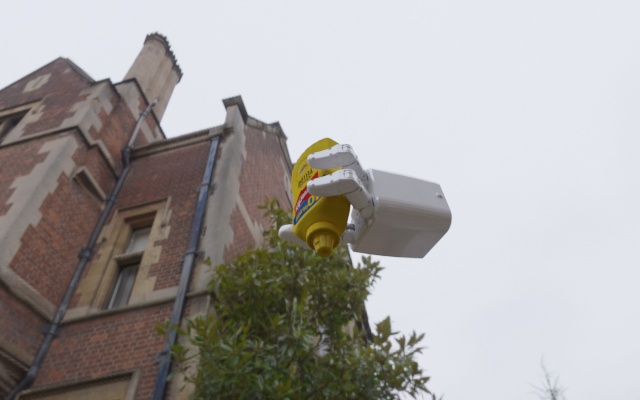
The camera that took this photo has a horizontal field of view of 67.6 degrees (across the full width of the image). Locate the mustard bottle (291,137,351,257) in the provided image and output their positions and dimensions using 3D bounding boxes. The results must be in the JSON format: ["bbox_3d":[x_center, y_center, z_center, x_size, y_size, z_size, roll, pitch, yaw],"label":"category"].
[{"bbox_3d":[0.000,0.002,0.635,0.058,0.096,0.191,30,31,-25],"label":"mustard bottle"}]
